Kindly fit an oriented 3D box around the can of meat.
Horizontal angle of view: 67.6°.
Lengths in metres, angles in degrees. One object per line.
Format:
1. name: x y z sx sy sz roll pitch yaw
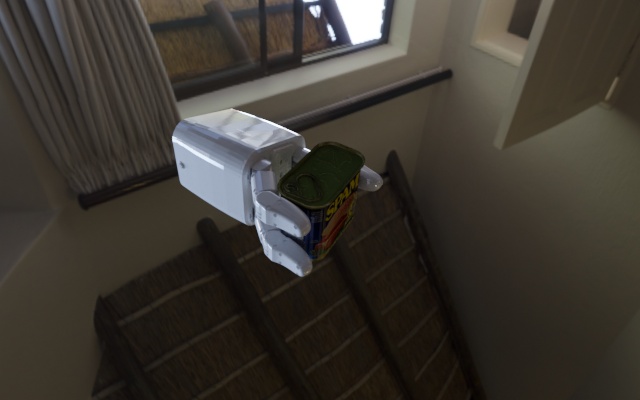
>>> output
1. can of meat: 0.000 0.002 0.499 0.057 0.084 0.102 24 46 20
